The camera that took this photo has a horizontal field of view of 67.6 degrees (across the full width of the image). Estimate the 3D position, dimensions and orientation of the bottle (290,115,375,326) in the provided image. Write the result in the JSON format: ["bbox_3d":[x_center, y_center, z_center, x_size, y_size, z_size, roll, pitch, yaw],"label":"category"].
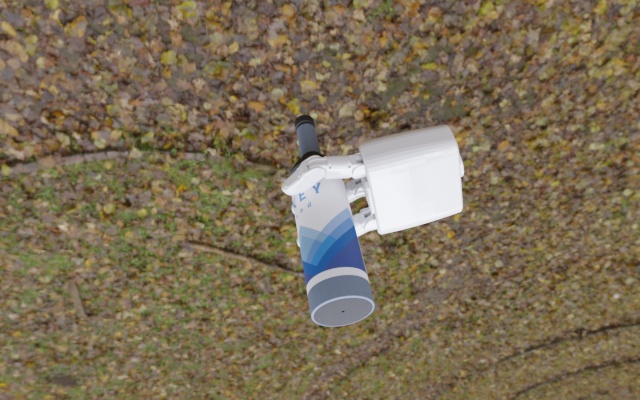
[{"bbox_3d":[0.000,0.002,0.580,0.069,0.295,0.069,-7,-39,-6],"label":"bottle"}]
